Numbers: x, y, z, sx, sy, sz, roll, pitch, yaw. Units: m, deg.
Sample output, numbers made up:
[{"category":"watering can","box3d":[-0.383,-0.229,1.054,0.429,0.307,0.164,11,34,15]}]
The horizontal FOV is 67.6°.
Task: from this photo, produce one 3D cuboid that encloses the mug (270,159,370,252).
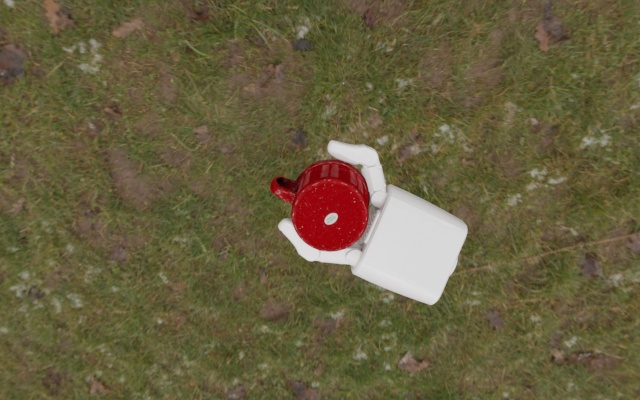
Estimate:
[{"category":"mug","box3d":[-0.001,0.001,0.527,0.117,0.093,0.081,24,14,-4]}]
